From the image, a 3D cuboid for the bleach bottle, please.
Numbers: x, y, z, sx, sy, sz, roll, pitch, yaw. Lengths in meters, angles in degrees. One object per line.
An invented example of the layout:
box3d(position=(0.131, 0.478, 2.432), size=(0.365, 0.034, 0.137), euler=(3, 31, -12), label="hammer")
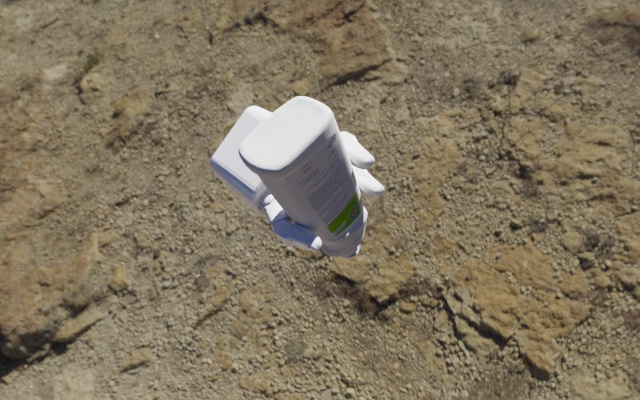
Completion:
box3d(position=(0.000, 0.002, 0.563), size=(0.068, 0.102, 0.251), euler=(33, -19, 35), label="bleach bottle")
